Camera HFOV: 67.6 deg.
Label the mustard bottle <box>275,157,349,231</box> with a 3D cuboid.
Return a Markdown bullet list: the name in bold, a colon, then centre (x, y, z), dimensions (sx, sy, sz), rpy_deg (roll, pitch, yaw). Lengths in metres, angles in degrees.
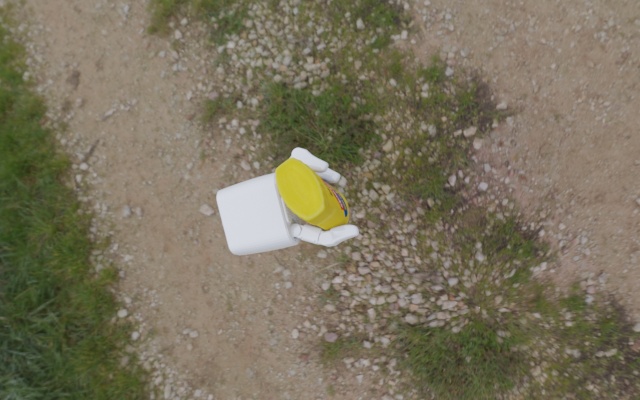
- **mustard bottle**: centre (0.000, 0.002, 0.733), dimensions (0.058, 0.096, 0.192), rpy_deg (-38, -21, 8)
